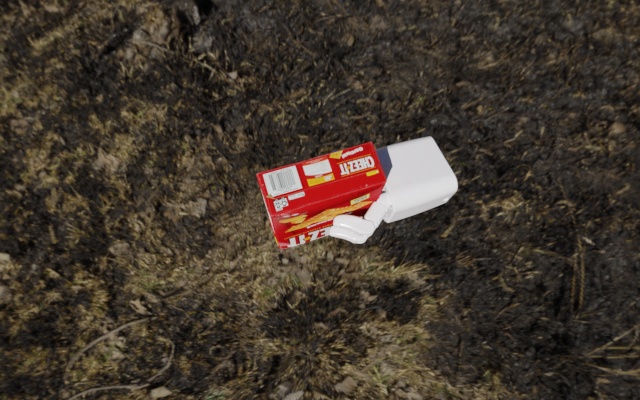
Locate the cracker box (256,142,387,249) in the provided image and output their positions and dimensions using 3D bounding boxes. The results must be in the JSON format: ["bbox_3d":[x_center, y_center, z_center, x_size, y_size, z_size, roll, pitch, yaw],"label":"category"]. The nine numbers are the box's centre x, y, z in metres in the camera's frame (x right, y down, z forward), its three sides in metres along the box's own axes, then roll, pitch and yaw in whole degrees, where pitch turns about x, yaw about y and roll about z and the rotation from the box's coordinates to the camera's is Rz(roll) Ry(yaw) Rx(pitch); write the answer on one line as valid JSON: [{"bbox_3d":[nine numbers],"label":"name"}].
[{"bbox_3d":[0.000,0.002,0.724,0.164,0.072,0.214,-16,-17,-6],"label":"cracker box"}]
